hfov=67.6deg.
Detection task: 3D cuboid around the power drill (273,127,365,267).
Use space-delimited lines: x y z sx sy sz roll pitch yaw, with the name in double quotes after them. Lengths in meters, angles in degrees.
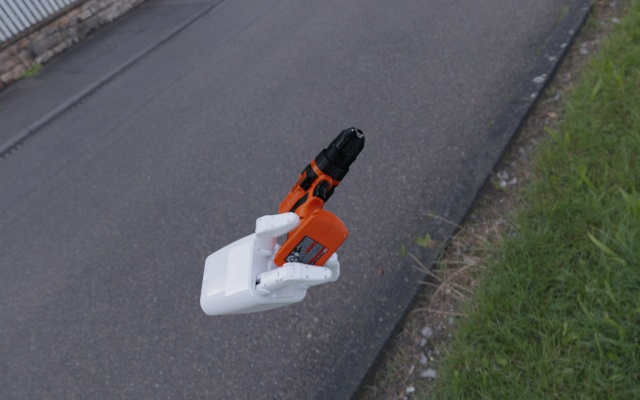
0.000 0.003 0.649 0.057 0.184 0.187 31 28 -14 "power drill"
